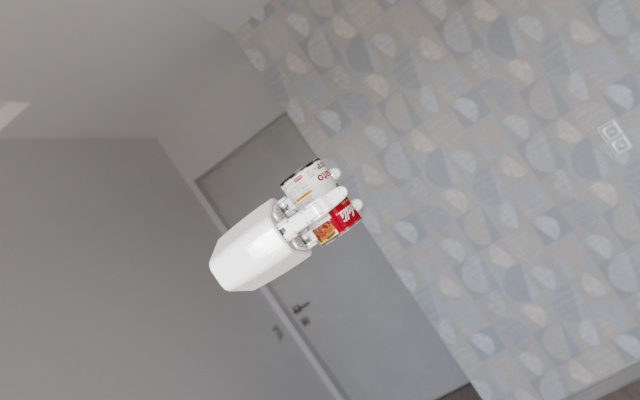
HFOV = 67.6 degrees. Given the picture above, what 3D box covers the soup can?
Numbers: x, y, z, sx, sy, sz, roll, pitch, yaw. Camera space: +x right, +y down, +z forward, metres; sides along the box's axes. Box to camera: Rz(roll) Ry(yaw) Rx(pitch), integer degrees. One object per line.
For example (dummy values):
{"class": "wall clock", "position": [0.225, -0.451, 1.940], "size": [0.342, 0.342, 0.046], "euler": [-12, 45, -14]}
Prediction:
{"class": "soup can", "position": [0.000, 0.002, 0.648], "size": [0.068, 0.102, 0.068], "euler": [-35, 0, 0]}
